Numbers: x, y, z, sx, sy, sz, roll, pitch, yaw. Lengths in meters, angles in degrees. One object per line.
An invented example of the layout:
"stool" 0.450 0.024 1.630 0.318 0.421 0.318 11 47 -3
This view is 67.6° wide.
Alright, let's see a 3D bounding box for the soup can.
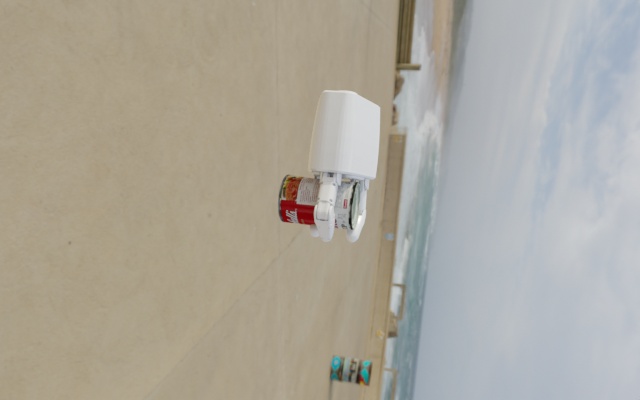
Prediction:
"soup can" 0.000 0.003 0.661 0.102 0.068 0.068 6 1 13
